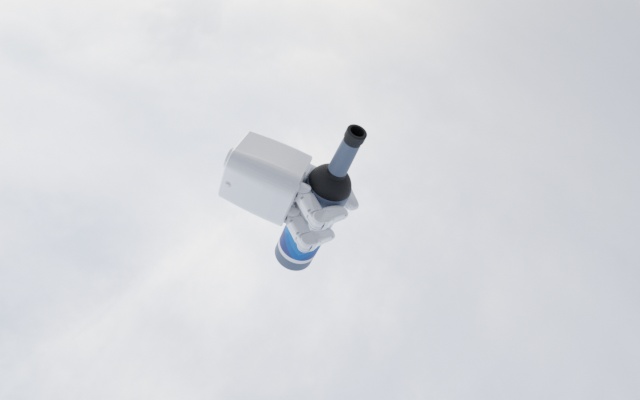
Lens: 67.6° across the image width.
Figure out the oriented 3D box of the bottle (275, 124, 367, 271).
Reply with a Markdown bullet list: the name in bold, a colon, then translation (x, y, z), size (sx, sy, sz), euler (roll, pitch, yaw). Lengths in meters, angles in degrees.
- **bottle**: translation (0.000, 0.003, 0.710), size (0.069, 0.069, 0.296), euler (0, -38, -23)
